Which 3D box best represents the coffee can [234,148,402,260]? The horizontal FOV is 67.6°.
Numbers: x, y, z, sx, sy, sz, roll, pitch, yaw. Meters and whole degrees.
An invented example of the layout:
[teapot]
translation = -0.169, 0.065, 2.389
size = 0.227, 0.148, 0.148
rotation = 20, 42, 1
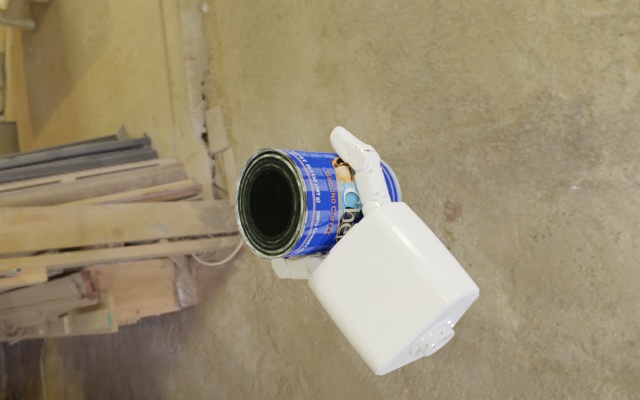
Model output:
[coffee can]
translation = 0.000, 0.001, 0.484
size = 0.103, 0.103, 0.140
rotation = 0, 1, 45
